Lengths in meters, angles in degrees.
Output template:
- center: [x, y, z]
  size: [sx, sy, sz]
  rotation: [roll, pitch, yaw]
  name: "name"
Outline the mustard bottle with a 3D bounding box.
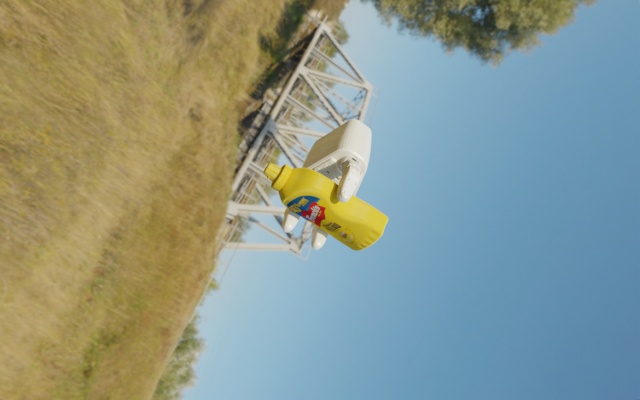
- center: [0.000, 0.003, 0.713]
  size: [0.191, 0.058, 0.096]
  rotation: [33, -28, -13]
  name: "mustard bottle"
